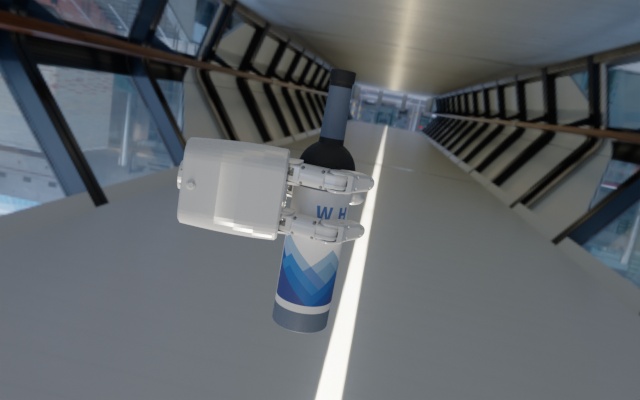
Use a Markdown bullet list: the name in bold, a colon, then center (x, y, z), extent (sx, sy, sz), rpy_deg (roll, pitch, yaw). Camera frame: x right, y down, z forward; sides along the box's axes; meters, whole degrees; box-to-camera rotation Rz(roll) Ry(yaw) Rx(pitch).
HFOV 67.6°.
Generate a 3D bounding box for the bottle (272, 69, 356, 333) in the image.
- **bottle**: center (0.000, 0.002, 0.545), extent (0.069, 0.296, 0.069), rpy_deg (10, 11, -2)
